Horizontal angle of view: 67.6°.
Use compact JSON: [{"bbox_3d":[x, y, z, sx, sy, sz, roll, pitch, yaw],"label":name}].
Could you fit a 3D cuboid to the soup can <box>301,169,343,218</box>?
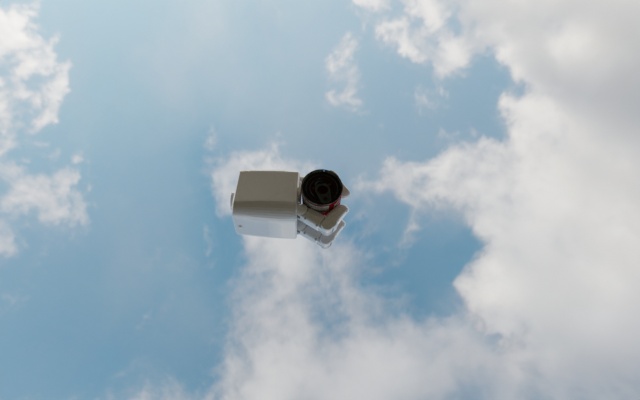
[{"bbox_3d":[0.001,0.003,0.814,0.068,0.068,0.102,0,-30,-3],"label":"soup can"}]
